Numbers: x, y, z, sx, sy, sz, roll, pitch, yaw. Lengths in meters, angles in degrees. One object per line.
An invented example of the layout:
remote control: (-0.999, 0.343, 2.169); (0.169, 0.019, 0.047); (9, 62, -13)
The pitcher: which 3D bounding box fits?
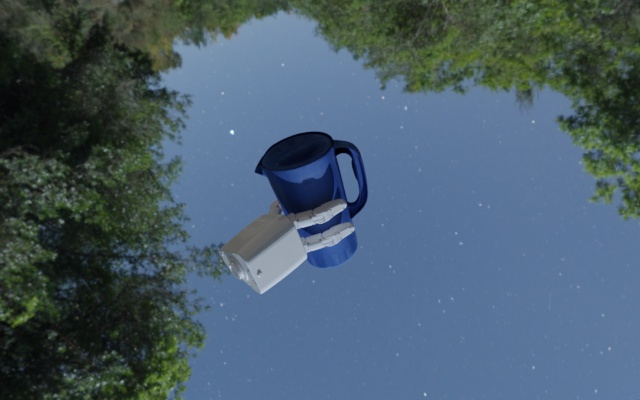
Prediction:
pitcher: (0.000, 0.003, 0.880); (0.145, 0.243, 0.149); (-39, 36, -28)
